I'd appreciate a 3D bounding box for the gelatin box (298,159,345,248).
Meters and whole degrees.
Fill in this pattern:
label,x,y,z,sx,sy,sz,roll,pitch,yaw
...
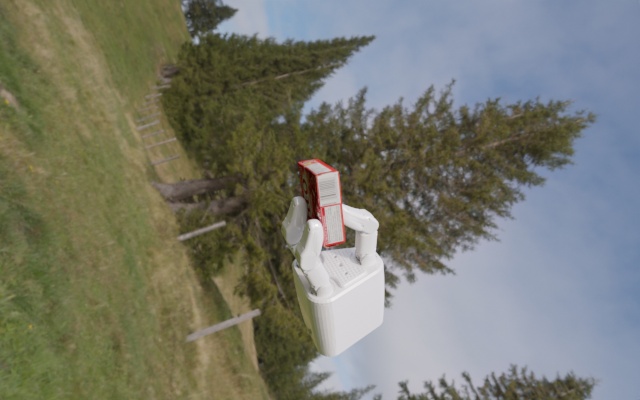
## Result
label,x,y,z,sx,sy,sz,roll,pitch,yaw
gelatin box,0.000,0.001,0.564,0.030,0.089,0.073,-12,19,-15
